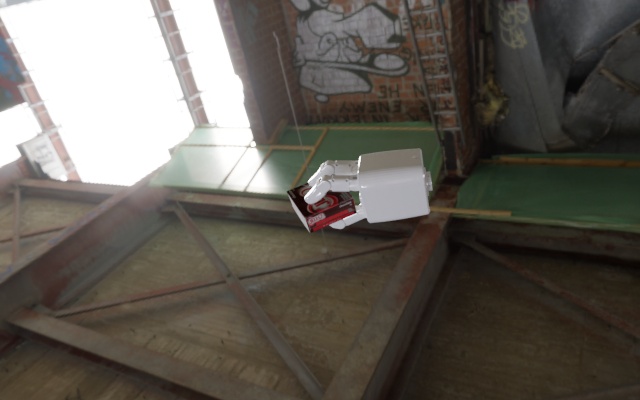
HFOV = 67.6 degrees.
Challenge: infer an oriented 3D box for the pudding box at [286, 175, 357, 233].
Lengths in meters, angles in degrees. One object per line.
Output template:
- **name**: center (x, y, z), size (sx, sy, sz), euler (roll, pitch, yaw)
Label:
- **pudding box**: center (0.000, 0.003, 0.838), size (0.090, 0.039, 0.113), euler (-22, 29, -11)
